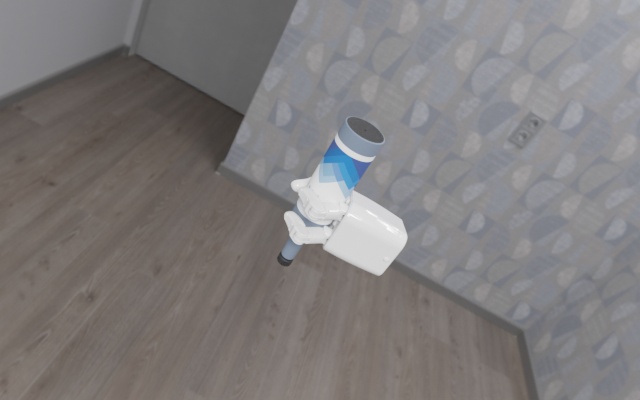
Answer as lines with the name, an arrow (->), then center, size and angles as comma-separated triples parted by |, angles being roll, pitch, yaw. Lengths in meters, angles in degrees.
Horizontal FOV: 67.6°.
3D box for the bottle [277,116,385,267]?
bottle -> 0.000, 0.002, 0.774 | 0.069, 0.296, 0.069 | 22, 34, -16
